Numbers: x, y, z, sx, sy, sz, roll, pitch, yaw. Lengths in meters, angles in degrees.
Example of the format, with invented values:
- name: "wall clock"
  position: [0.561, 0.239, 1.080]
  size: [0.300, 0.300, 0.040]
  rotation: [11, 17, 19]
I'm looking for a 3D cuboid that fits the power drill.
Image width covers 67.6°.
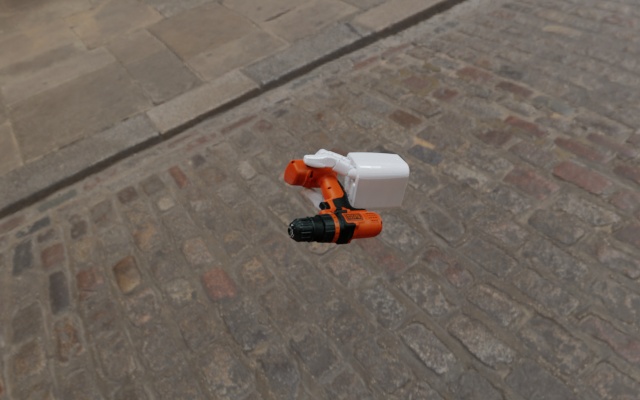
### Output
- name: "power drill"
  position: [0.000, 0.002, 0.872]
  size: [0.184, 0.057, 0.187]
  rotation: [0, 44, -32]
